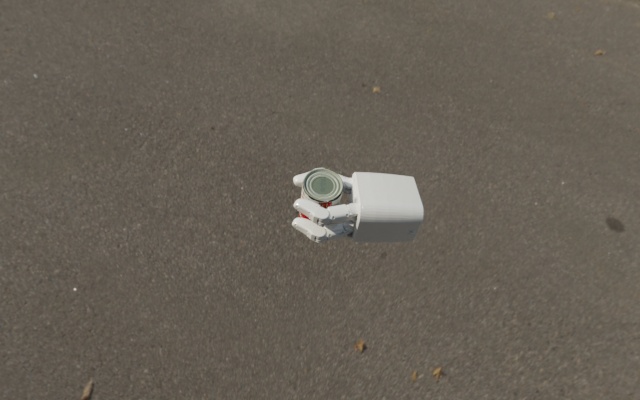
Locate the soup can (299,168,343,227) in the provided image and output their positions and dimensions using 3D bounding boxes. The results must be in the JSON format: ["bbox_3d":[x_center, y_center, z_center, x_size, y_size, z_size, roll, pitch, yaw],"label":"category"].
[{"bbox_3d":[0.000,0.002,0.802,0.068,0.068,0.102,0,-34,-6],"label":"soup can"}]
